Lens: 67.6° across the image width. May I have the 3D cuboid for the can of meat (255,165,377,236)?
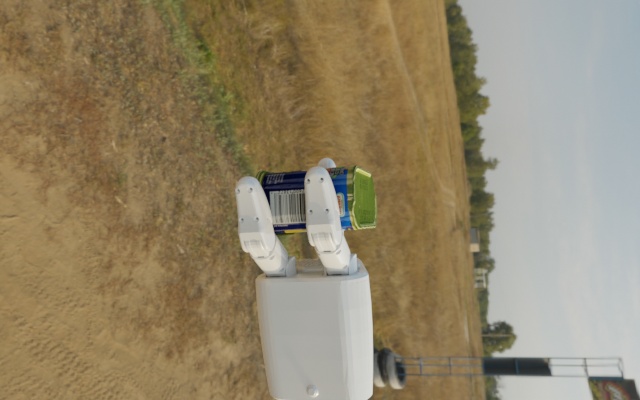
[{"bbox_3d":[0.000,0.001,0.419,0.084,0.057,0.102,-3,-2,17],"label":"can of meat"}]
